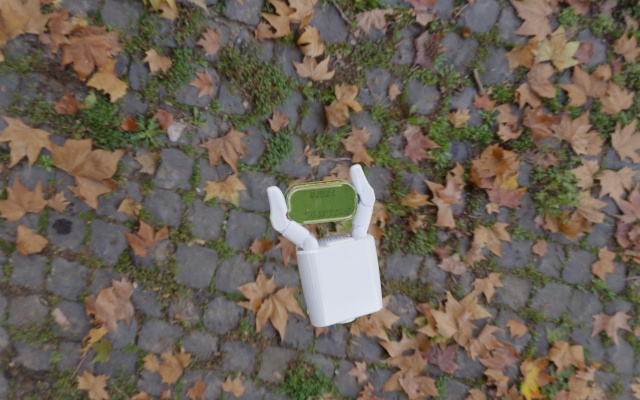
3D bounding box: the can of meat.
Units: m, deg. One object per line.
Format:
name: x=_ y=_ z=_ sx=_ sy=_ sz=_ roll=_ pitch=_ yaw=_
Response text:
can of meat: x=0.000 y=0.002 z=0.679 sx=0.102 sy=0.057 sz=0.084 roll=-6 pitch=4 yaw=-3
